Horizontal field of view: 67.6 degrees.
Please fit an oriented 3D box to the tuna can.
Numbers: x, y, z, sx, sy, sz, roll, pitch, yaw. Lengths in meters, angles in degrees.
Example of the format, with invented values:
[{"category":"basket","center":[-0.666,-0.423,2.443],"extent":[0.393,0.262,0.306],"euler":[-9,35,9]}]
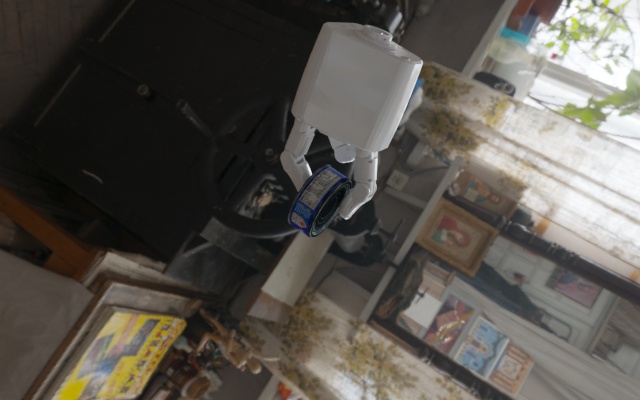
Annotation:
[{"category":"tuna can","center":[0.001,0.002,0.571],"extent":[0.033,0.086,0.086],"euler":[35,11,16]}]
